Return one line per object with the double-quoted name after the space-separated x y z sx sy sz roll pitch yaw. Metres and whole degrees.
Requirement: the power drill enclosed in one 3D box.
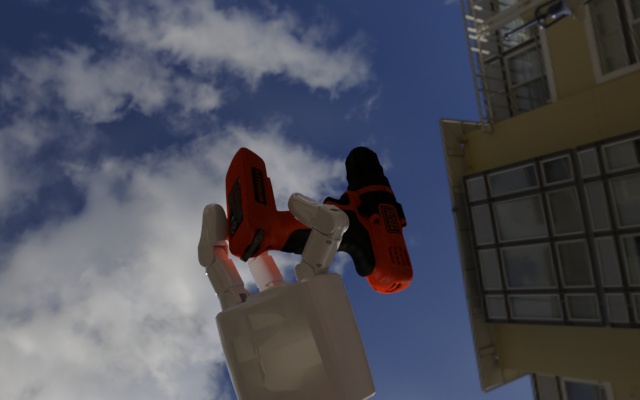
0.000 0.002 0.491 0.187 0.184 0.057 9 -42 -25 "power drill"
